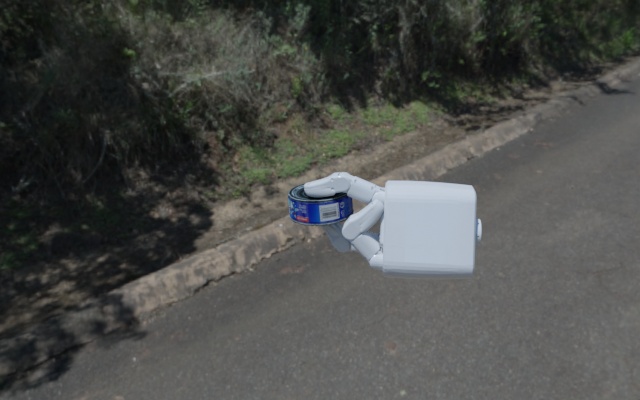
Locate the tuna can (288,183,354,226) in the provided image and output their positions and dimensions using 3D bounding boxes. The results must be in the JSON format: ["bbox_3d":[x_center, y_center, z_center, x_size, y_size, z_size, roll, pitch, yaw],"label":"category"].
[{"bbox_3d":[0.000,0.002,0.629,0.086,0.034,0.086,-4,19,1],"label":"tuna can"}]
